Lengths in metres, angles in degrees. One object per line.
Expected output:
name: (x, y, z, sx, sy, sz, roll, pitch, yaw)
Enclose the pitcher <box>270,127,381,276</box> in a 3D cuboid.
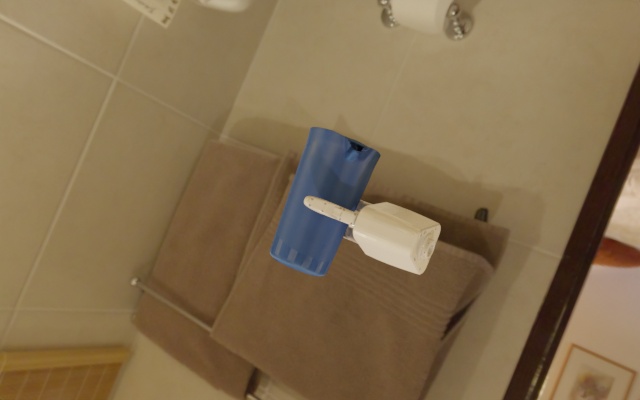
pitcher: (0.000, 0.003, 0.850, 0.145, 0.243, 0.149, 21, -2, 29)
